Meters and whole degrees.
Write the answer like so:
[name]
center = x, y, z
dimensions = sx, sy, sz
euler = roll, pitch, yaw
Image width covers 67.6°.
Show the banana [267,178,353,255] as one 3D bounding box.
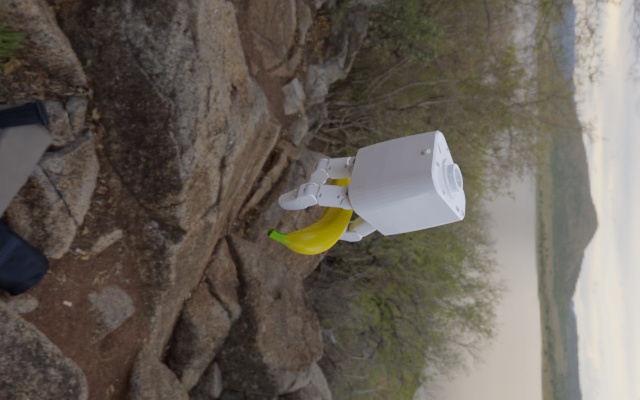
[banana]
center = 0.008, 0.019, 0.639
dimensions = 0.037, 0.069, 0.197
euler = -26, 11, 37
